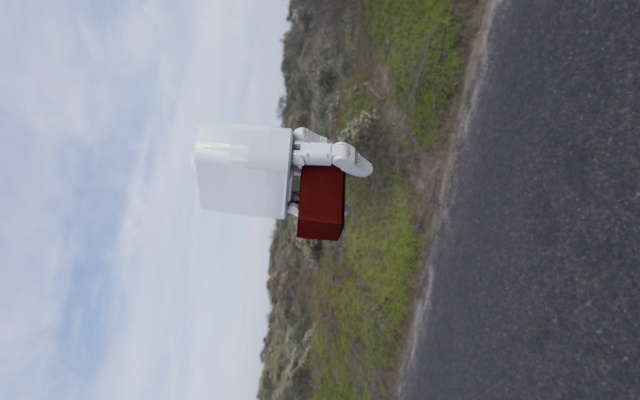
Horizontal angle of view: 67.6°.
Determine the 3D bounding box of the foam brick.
[{"bbox_3d":[0.000,0.002,0.555,0.051,0.078,0.053,5,-27,-4],"label":"foam brick"}]
